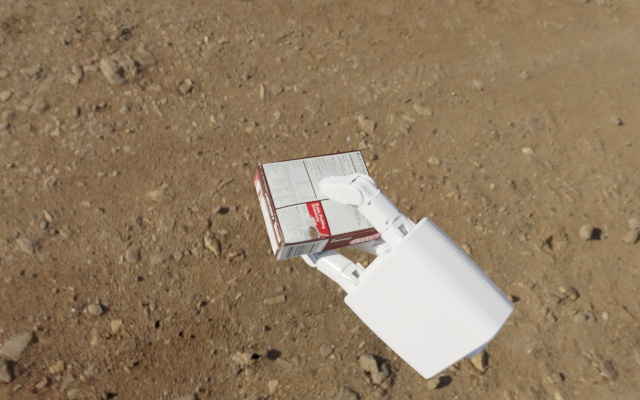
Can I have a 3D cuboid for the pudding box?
[{"bbox_3d":[0.000,0.002,0.469,0.113,0.090,0.039,-9,-25,-22],"label":"pudding box"}]
